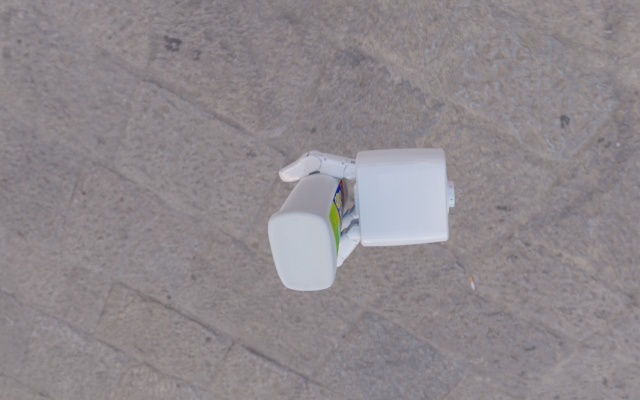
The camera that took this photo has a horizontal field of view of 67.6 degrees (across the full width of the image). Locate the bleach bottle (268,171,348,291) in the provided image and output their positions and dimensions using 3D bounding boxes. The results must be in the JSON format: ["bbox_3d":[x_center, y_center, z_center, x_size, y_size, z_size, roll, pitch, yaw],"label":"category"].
[{"bbox_3d":[0.000,0.002,0.609,0.068,0.103,0.250,-3,26,12],"label":"bleach bottle"}]
